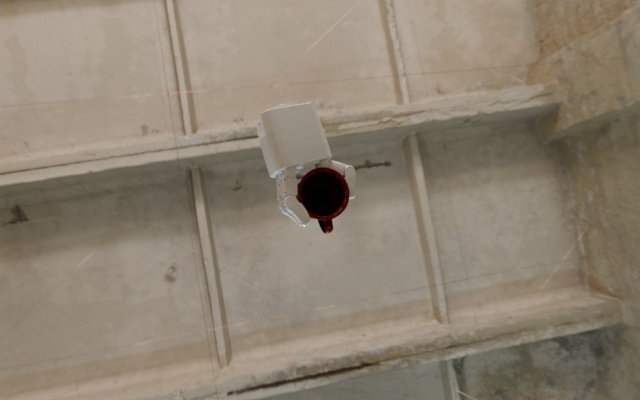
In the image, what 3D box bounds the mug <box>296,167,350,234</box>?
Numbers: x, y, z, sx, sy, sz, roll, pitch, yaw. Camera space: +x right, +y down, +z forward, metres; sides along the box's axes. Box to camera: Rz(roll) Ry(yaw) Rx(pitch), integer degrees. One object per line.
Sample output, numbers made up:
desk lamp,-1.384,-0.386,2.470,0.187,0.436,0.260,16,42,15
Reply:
mug,0.001,0.004,0.868,0.093,0.117,0.081,-16,-1,-15
